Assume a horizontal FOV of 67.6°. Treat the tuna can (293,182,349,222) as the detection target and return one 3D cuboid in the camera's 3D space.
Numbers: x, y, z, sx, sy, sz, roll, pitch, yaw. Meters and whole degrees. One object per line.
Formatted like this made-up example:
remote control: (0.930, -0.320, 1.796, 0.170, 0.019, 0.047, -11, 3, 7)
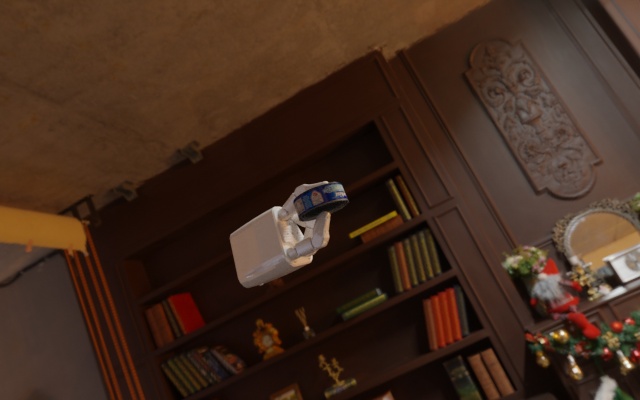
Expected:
tuna can: (0.000, 0.002, 0.770, 0.086, 0.033, 0.086, -20, -13, -5)
